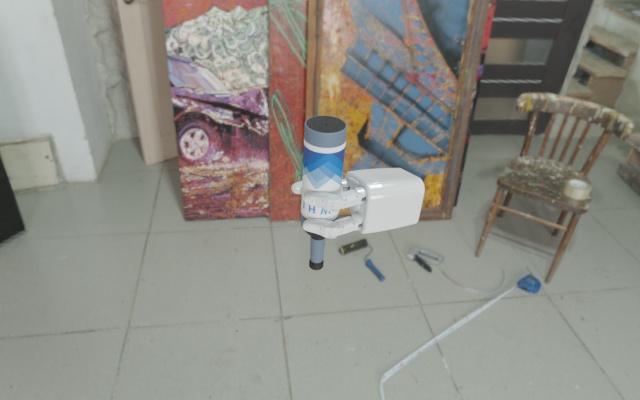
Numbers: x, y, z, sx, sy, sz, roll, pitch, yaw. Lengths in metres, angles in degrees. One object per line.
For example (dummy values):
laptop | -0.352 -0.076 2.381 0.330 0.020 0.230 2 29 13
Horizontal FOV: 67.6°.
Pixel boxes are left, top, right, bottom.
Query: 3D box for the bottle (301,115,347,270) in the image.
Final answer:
bottle | 0.000 0.002 0.824 0.069 0.296 0.069 3 34 -2
